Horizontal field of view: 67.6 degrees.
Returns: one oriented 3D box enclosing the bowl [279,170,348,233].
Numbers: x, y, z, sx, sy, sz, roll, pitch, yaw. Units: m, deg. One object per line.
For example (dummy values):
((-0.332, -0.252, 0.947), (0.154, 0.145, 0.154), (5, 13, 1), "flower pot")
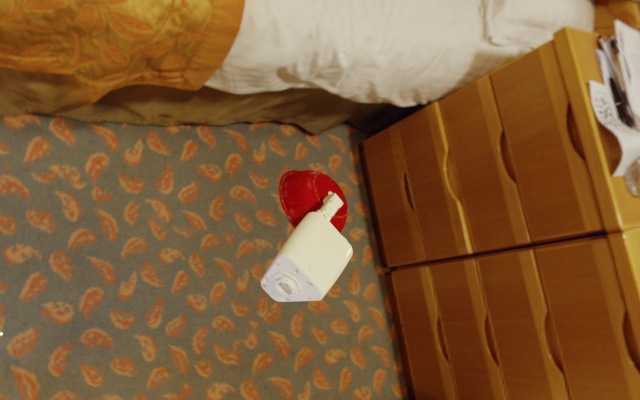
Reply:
((0.001, 0.002, 0.875), (0.055, 0.162, 0.162), (-32, -18, 30), "bowl")
